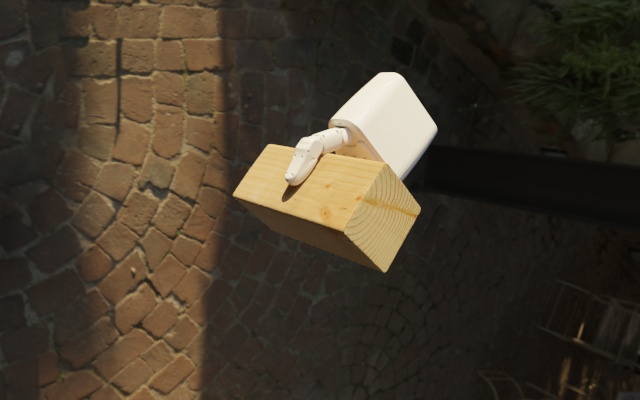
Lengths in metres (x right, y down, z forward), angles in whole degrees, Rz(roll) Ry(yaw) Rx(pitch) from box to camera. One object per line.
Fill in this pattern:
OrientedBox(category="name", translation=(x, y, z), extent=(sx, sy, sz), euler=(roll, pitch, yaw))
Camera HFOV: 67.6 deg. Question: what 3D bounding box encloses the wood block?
OrientedBox(category="wood block", translation=(0.000, 0.001, 0.576), extent=(0.206, 0.090, 0.091), euler=(15, -24, 47))
